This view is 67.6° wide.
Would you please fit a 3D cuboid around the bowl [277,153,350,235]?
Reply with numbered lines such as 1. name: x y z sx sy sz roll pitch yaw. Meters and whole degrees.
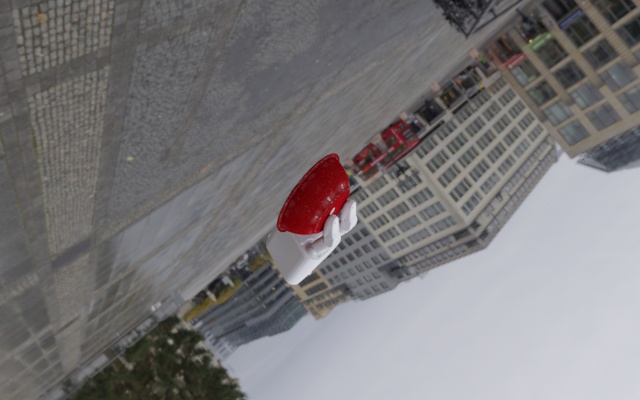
1. bowl: 0.001 0.002 0.793 0.055 0.162 0.162 37 11 15
